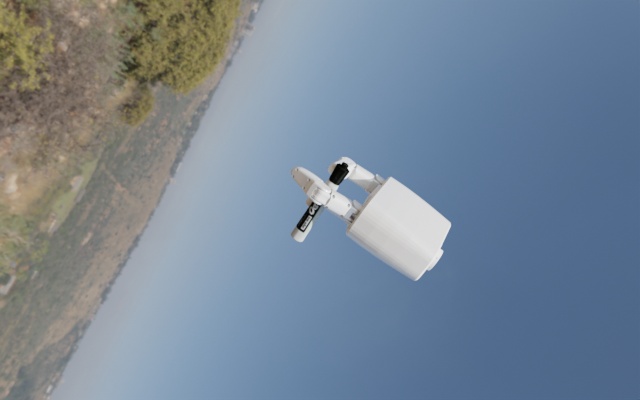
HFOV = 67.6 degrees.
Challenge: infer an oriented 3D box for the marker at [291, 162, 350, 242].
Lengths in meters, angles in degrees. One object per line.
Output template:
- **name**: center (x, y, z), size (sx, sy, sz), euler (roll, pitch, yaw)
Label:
- **marker**: center (0.000, 0.002, 0.610), size (0.020, 0.121, 0.020), euler (29, 20, -12)
